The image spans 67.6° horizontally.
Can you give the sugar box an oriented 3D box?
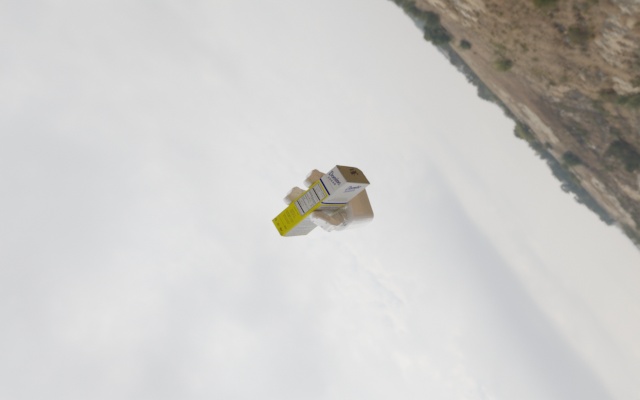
[{"bbox_3d":[0.000,0.003,0.895,0.176,0.048,0.093,-42,-21,24],"label":"sugar box"}]
